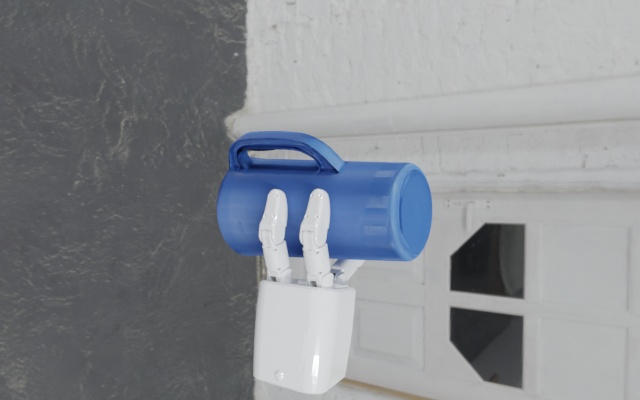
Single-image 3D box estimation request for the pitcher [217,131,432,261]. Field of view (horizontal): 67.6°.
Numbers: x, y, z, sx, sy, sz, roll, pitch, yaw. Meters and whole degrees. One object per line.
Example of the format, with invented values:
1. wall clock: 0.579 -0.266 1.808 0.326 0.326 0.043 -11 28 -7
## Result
1. pitcher: 0.000 0.002 0.574 0.243 0.145 0.149 1 -11 33
